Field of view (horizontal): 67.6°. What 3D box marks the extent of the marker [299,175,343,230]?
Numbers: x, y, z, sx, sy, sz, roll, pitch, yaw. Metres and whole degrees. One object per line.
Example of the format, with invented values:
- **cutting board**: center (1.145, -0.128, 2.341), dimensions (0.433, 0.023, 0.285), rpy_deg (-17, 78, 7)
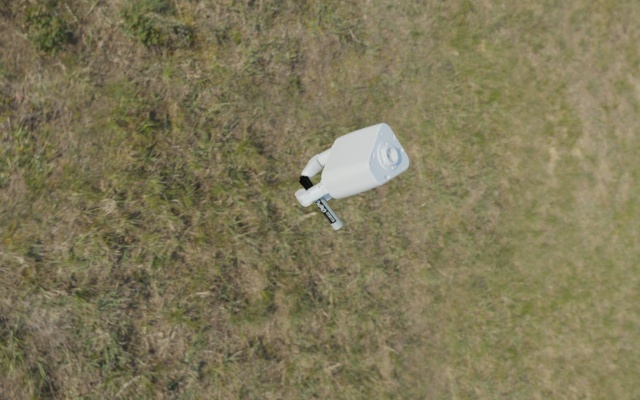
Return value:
- **marker**: center (0.000, 0.003, 0.864), dimensions (0.020, 0.121, 0.020), rpy_deg (-32, 20, 13)
